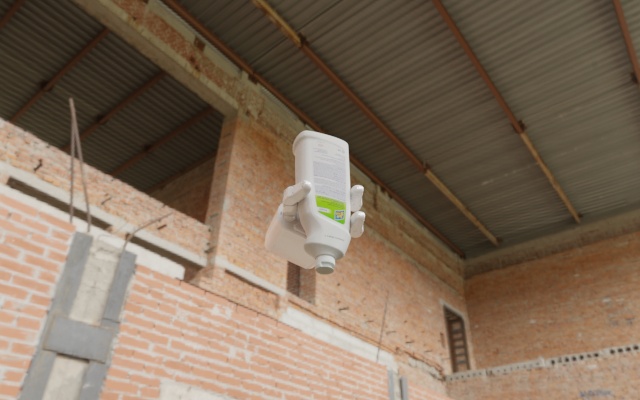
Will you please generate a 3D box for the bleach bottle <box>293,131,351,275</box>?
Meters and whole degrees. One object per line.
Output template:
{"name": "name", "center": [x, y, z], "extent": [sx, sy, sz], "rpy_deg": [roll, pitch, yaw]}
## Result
{"name": "bleach bottle", "center": [0.000, 0.003, 0.803], "extent": [0.102, 0.250, 0.068], "rpy_deg": [12, -36, -16]}
